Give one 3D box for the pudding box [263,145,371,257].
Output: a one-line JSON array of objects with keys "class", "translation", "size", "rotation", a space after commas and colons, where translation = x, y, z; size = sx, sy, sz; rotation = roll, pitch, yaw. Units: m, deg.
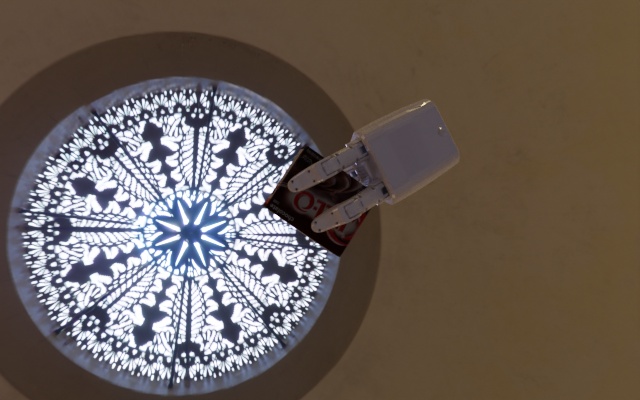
[{"class": "pudding box", "translation": [0.000, 0.002, 0.584], "size": [0.113, 0.090, 0.039], "rotation": [34, -8, -9]}]
